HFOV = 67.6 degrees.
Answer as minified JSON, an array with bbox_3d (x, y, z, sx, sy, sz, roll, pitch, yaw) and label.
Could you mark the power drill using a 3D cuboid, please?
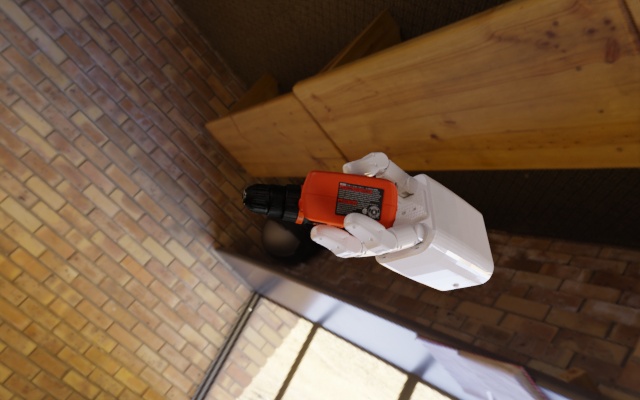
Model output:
[{"bbox_3d":[0.000,0.002,0.579,0.184,0.057,0.187,6,-3,-11],"label":"power drill"}]
